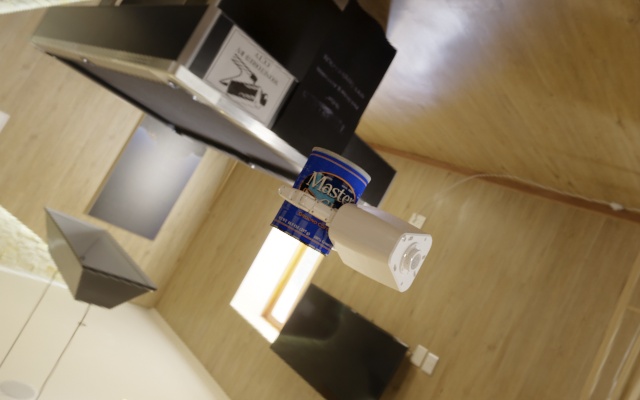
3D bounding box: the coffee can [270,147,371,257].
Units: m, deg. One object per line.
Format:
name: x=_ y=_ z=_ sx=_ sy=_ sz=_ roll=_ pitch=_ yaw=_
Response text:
coffee can: x=0.000 y=0.002 z=0.743 sx=0.103 sy=0.140 sz=0.103 roll=29 pitch=-5 yaw=3
